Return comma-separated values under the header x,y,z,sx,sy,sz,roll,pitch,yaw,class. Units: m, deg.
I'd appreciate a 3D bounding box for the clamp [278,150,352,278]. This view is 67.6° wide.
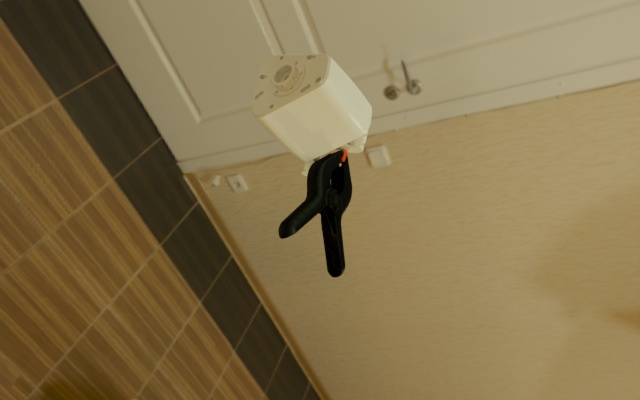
x,y,z,sx,sy,sz,roll,pitch,yaw,class
0.001,0.002,0.616,0.039,0.171,0.120,-10,-29,31,clamp
